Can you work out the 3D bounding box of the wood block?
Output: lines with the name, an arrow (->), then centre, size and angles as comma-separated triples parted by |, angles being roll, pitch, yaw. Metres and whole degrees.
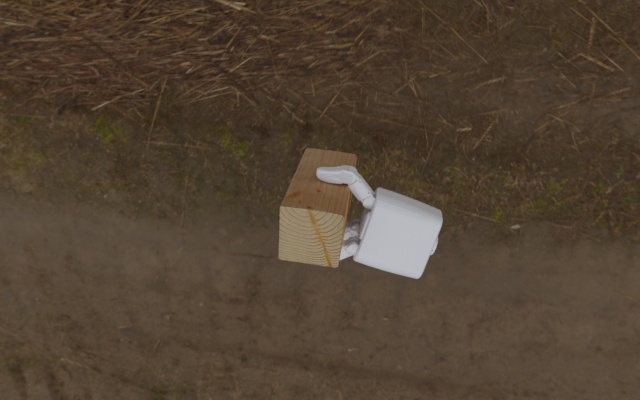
wood block -> 0.001, 0.002, 0.748 | 0.090, 0.091, 0.206 | 8, 29, 5
